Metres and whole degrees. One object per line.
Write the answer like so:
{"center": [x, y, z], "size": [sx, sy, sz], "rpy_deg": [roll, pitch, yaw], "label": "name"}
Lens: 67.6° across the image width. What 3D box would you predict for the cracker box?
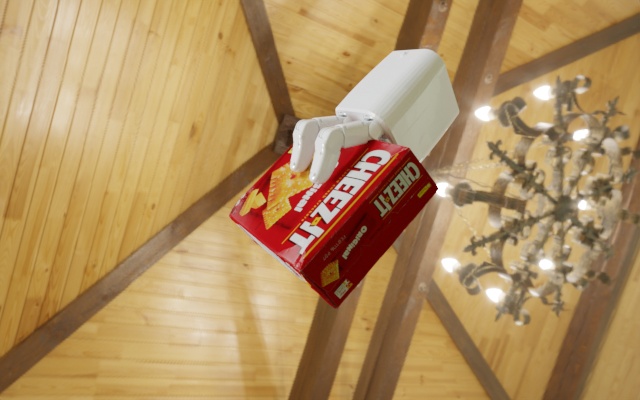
{"center": [0.000, 0.002, 0.547], "size": [0.072, 0.164, 0.213], "rpy_deg": [48, -12, -29], "label": "cracker box"}
